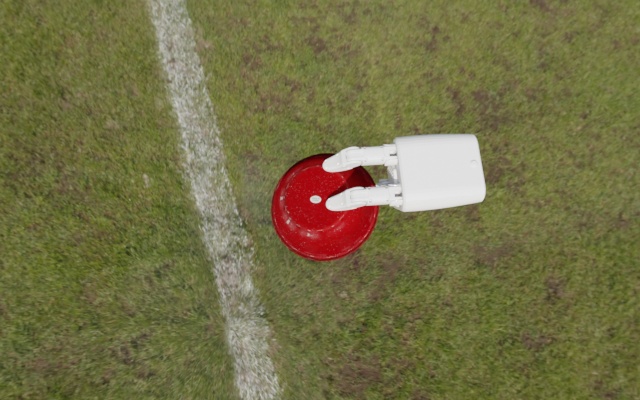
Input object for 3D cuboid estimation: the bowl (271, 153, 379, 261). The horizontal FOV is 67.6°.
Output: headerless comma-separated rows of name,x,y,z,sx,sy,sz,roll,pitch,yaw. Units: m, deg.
bowl,-0.001,0.003,0.673,0.162,0.162,0.055,0,-13,12
